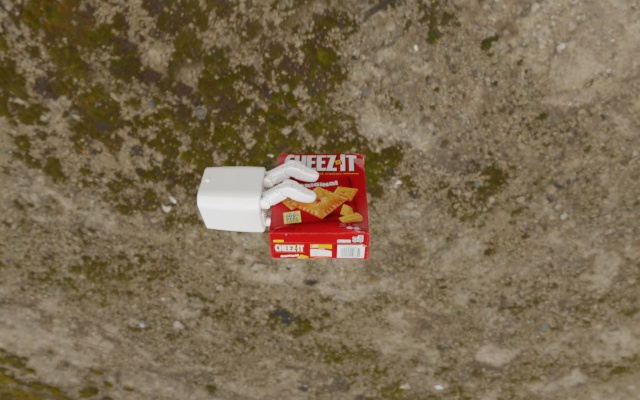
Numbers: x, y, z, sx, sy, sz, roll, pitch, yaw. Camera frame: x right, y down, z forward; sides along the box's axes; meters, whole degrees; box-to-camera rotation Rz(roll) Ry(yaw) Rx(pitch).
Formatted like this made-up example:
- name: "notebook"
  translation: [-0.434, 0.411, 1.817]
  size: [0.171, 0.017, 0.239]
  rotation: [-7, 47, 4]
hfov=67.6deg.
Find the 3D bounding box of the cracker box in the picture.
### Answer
- name: "cracker box"
  translation: [0.000, 0.003, 0.847]
  size: [0.164, 0.072, 0.213]
  rotation: [0, 43, 1]
